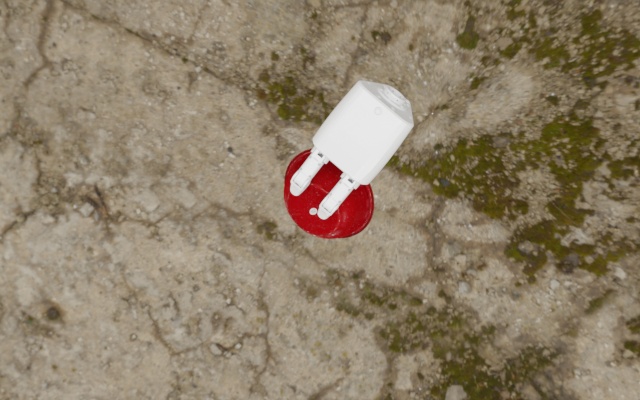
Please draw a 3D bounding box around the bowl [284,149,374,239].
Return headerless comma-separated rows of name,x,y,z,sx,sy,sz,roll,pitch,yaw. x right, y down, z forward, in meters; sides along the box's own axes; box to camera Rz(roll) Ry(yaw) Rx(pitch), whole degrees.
bowl,0.000,0.004,0.750,0.162,0.162,0.055,0,27,31
